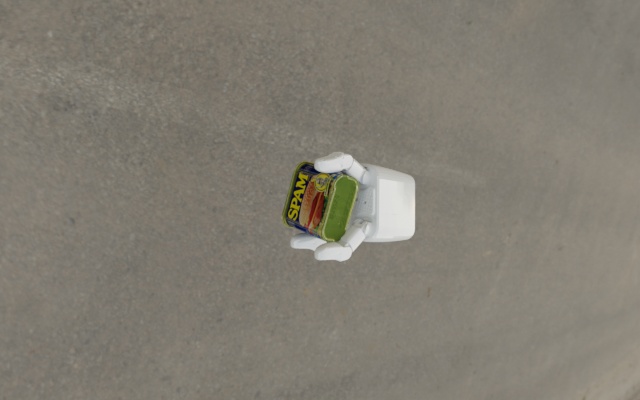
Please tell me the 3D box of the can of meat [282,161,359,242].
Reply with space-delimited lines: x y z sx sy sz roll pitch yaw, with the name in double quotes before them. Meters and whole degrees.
"can of meat" 0.000 0.002 0.684 0.084 0.102 0.057 20 7 43
